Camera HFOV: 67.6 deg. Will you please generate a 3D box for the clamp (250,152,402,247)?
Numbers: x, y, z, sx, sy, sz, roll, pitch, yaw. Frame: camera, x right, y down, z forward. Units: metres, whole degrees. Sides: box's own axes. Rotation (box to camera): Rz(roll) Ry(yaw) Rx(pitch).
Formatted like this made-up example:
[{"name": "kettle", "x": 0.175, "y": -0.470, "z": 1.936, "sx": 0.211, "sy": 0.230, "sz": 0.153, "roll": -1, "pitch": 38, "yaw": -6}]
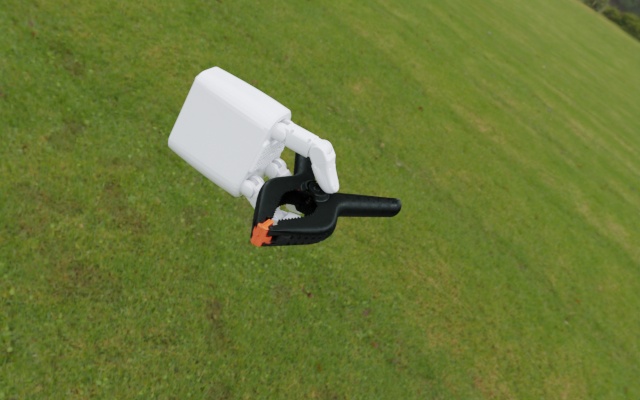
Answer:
[{"name": "clamp", "x": 0.000, "y": 0.001, "z": 0.553, "sx": 0.164, "sy": 0.036, "sz": 0.210, "roll": 33, "pitch": 37, "yaw": 8}]
